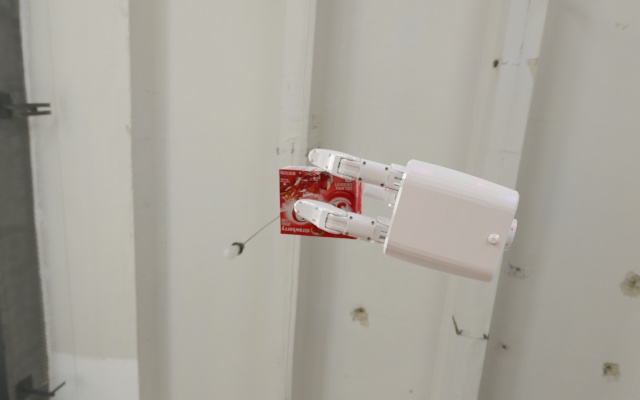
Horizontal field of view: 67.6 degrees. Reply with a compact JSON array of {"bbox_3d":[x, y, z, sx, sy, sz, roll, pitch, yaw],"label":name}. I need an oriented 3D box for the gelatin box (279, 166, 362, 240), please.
[{"bbox_3d":[0.000,0.002,0.516,0.089,0.073,0.030,4,12,20],"label":"gelatin box"}]
